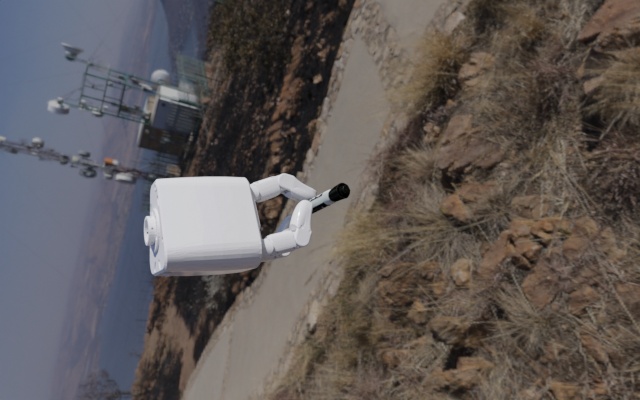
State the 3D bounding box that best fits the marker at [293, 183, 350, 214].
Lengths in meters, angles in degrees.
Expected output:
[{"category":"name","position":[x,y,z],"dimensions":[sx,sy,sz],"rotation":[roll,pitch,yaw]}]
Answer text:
[{"category":"marker","position":[0.000,0.002,0.591],"dimensions":[0.020,0.020,0.121],"rotation":[0,-14,-29]}]
